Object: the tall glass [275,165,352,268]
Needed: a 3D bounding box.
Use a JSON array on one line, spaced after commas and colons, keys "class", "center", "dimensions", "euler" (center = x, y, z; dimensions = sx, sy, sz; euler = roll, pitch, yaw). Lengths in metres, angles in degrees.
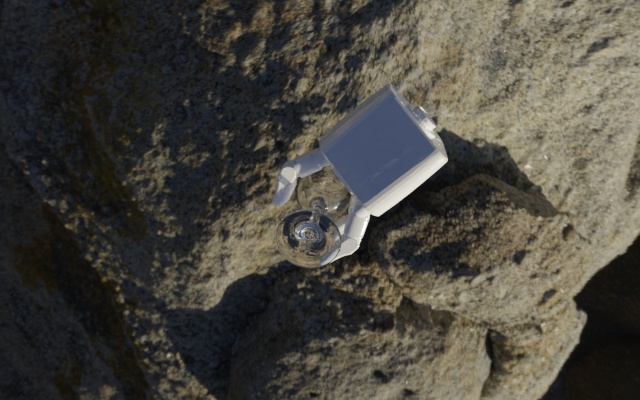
[{"class": "tall glass", "center": [0.000, 0.002, 0.617], "dimensions": [0.079, 0.079, 0.201], "euler": [0, 25, 8]}]
